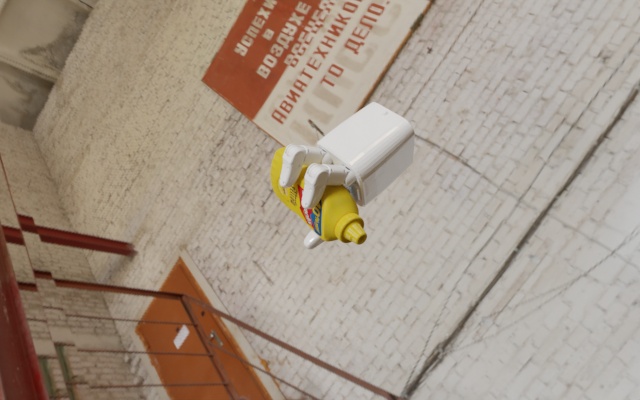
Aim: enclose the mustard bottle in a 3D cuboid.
[{"bbox_3d":[0.000,0.002,0.672,0.058,0.096,0.191,-21,41,-28],"label":"mustard bottle"}]
